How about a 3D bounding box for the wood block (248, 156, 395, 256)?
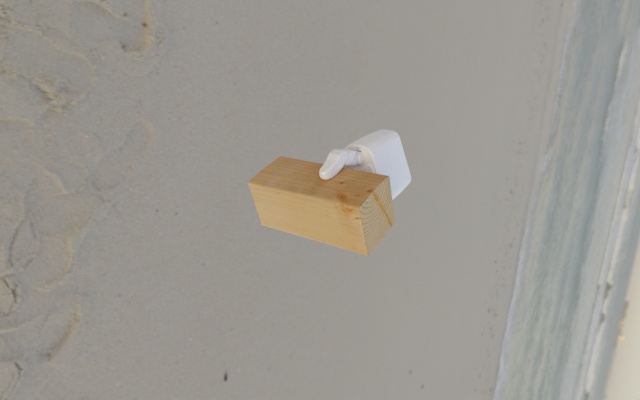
[{"bbox_3d":[0.000,0.002,0.746,0.206,0.091,0.090,13,41,34],"label":"wood block"}]
